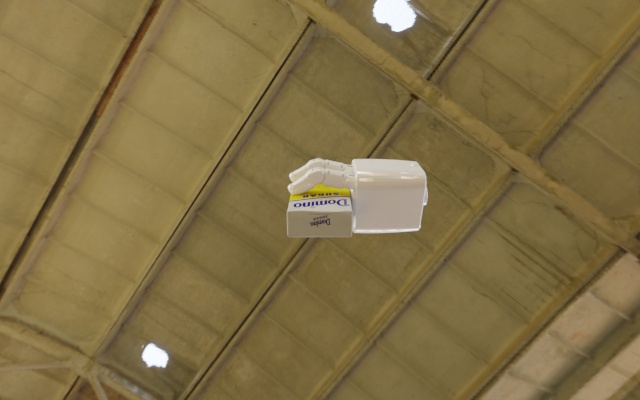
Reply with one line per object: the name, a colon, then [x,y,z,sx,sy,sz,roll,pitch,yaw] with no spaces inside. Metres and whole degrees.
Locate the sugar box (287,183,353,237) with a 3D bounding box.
sugar box: [0.000,0.002,0.741,0.093,0.048,0.176,0,18,0]
